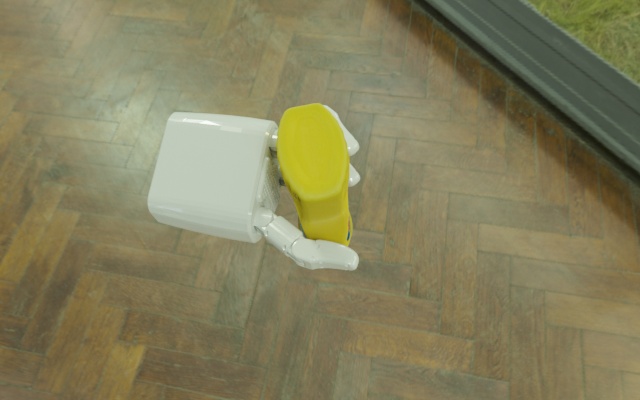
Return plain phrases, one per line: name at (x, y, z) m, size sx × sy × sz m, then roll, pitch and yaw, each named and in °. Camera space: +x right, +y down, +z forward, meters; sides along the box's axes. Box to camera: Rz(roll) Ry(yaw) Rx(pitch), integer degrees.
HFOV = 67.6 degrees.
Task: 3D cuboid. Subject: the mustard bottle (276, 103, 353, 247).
mustard bottle at (0.000, 0.001, 0.465) m, size 0.058 × 0.096 × 0.192 m, roll -13°, pitch -28°, yaw -2°
